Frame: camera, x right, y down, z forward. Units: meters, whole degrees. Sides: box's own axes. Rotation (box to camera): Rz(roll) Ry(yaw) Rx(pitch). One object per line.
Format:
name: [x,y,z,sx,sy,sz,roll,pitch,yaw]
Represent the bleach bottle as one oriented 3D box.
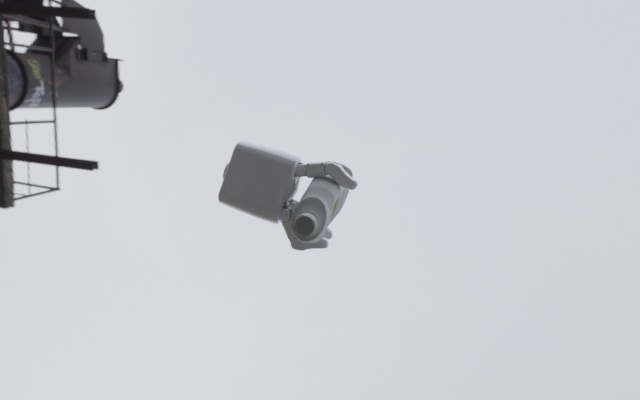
bleach bottle: [0.000,0.003,0.768,0.068,0.102,0.250,19,14,5]
